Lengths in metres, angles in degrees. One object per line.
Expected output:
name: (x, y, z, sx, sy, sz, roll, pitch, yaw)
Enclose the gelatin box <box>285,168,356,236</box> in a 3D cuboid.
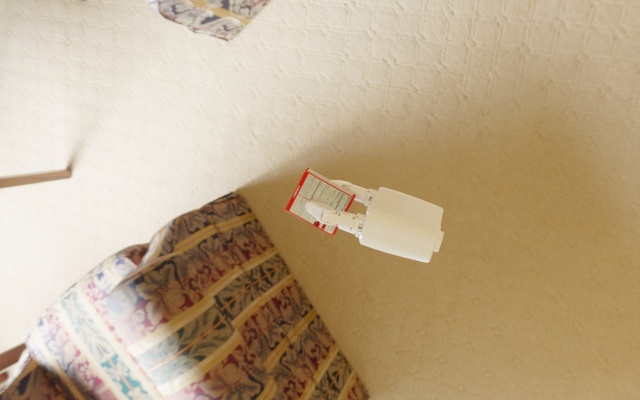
gelatin box: (0.000, 0.002, 0.750, 0.089, 0.073, 0.030, 29, 16, 3)
